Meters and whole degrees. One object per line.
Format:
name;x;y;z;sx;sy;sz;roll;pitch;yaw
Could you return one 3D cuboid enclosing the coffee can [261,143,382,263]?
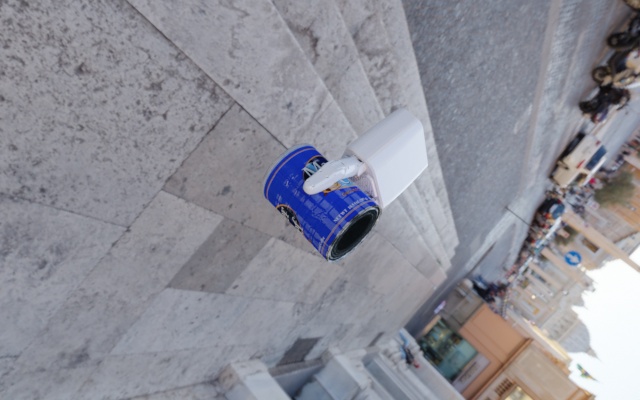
coffee can;0.000;0.002;0.664;0.140;0.103;0.103;43;20;23
